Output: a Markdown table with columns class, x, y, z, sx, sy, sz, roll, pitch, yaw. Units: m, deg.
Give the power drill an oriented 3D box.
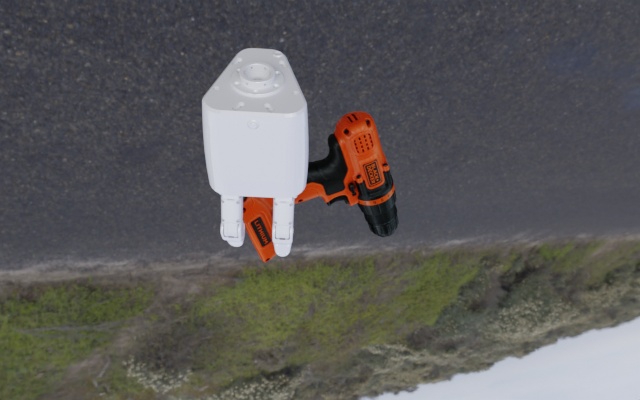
| class | x | y | z | sx | sy | sz | roll | pitch | yaw |
| --- | --- | --- | --- | --- | --- | --- | --- | --- | --- |
| power drill | 0.000 | 0.002 | 0.581 | 0.187 | 0.185 | 0.057 | -25 | 36 | -5 |
